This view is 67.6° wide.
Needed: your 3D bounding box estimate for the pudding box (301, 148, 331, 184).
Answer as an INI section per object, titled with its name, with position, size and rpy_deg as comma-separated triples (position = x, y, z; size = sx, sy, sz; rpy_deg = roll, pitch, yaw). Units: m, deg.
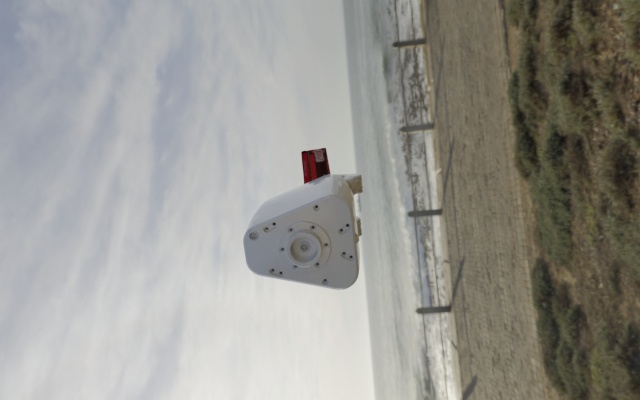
[pudding box]
position = 0.000, 0.002, 0.623
size = 0.039, 0.114, 0.090
rpy_deg = -5, 39, 0
